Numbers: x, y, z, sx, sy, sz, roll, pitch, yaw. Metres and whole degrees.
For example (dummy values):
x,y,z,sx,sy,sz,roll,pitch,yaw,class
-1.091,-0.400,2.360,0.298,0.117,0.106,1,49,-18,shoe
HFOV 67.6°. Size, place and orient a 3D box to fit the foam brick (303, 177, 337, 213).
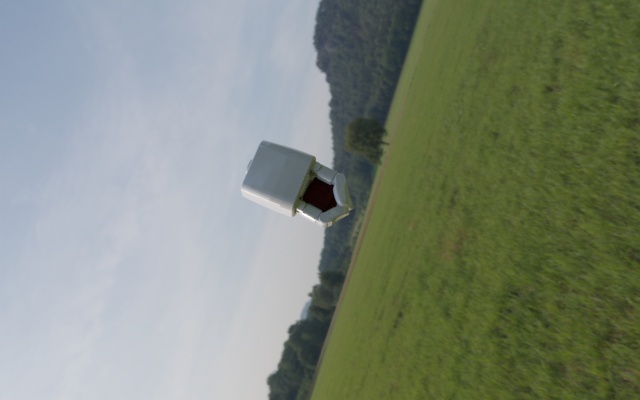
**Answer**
x,y,z,sx,sy,sz,roll,pitch,yaw,class
0.000,0.003,0.891,0.051,0.053,0.078,23,-27,9,foam brick
